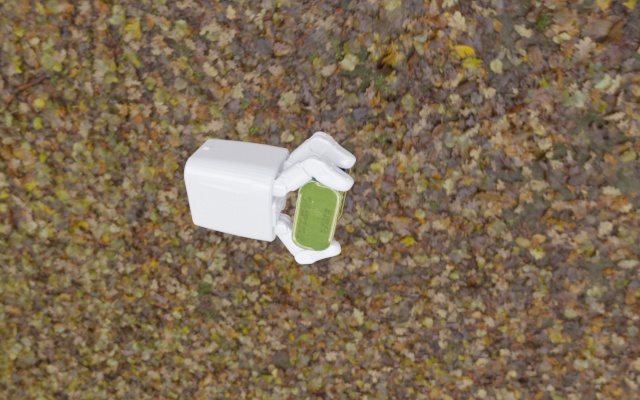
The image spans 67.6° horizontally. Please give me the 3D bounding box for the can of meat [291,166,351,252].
[{"bbox_3d":[0.000,0.002,0.601,0.057,0.102,0.084,13,30,4],"label":"can of meat"}]
